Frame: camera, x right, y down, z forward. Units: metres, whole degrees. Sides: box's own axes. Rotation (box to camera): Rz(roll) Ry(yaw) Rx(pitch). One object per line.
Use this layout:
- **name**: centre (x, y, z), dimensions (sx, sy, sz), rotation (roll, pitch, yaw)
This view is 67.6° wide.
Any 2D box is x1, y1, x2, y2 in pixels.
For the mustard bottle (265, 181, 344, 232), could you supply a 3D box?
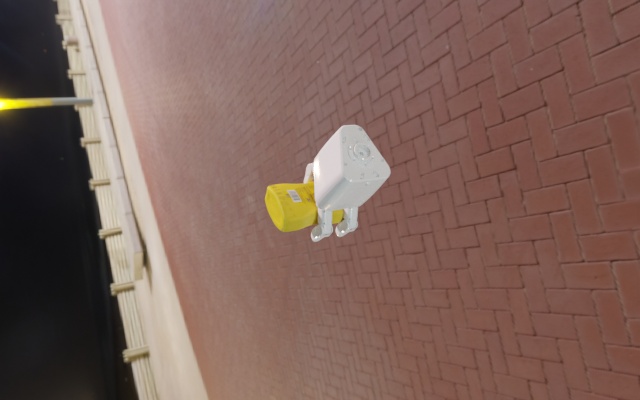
- **mustard bottle**: centre (0.000, 0.003, 0.894), dimensions (0.191, 0.058, 0.096), rotation (-8, 44, -28)
